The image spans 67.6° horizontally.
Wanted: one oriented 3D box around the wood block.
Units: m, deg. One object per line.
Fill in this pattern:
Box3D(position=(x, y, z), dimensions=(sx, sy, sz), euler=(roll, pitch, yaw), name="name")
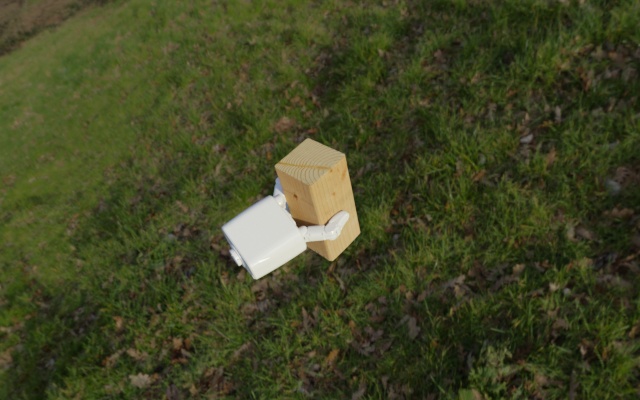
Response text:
Box3D(position=(0.000, 0.003, 0.877), dimensions=(0.090, 0.206, 0.090), euler=(29, 60, 34), name="wood block")
